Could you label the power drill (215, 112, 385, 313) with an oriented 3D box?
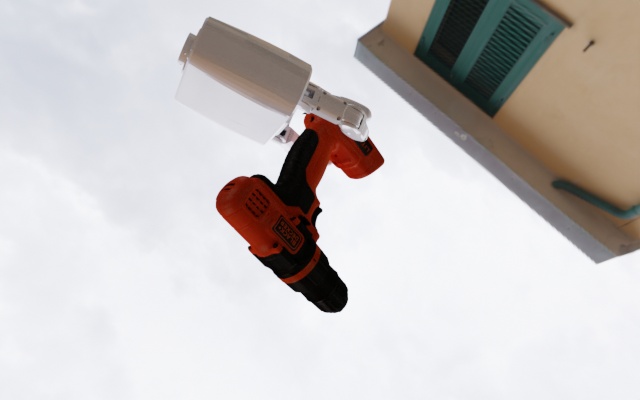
[{"bbox_3d":[0.000,0.001,0.507,0.057,0.187,0.184,-8,-49,45],"label":"power drill"}]
